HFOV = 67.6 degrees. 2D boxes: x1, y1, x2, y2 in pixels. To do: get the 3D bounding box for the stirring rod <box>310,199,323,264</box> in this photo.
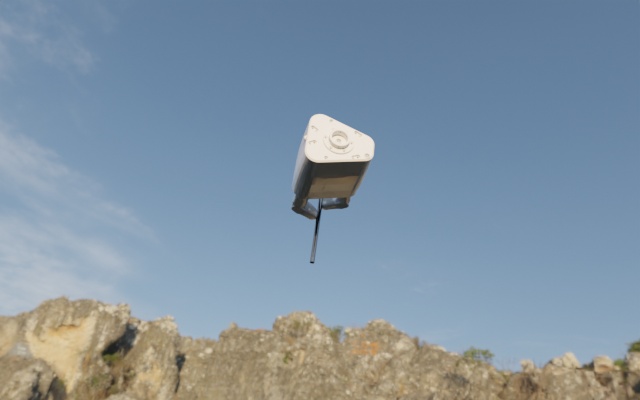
[{"bbox_3d":[0.000,0.003,0.865,0.011,0.239,0.011,6,-31,4],"label":"stirring rod"}]
